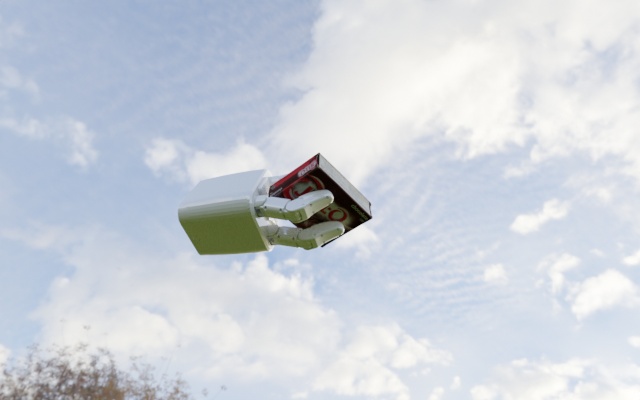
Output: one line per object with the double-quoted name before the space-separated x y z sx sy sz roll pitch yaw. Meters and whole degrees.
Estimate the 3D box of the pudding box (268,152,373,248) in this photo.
"pudding box" 0.000 0.002 0.632 0.090 0.039 0.113 -32 -56 28
